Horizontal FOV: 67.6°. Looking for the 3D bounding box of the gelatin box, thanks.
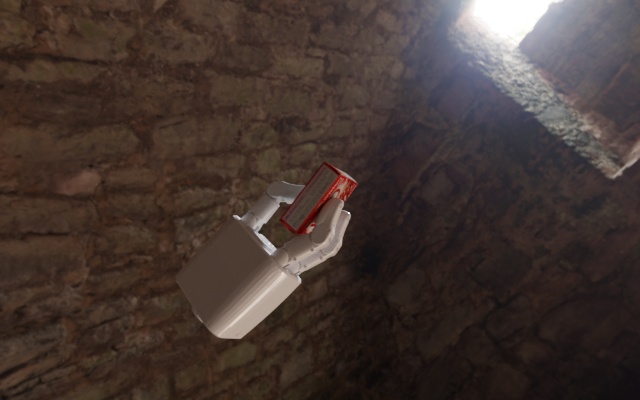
[{"bbox_3d":[0.000,0.001,0.575,0.030,0.089,0.073,40,8,20],"label":"gelatin box"}]
